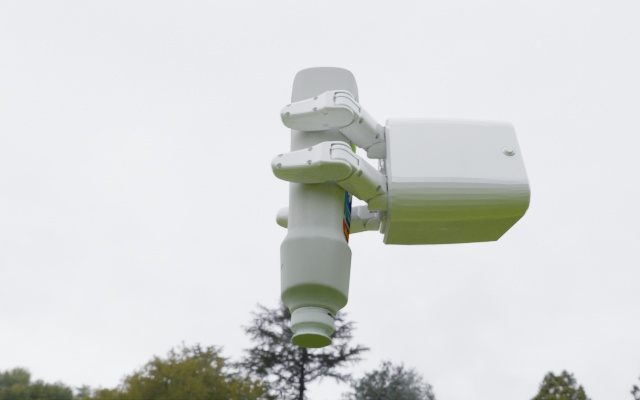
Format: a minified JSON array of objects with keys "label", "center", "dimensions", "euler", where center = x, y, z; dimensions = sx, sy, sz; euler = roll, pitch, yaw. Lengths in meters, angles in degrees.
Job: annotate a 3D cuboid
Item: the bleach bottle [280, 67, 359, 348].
[{"label":"bleach bottle","center":[0.000,0.001,0.408],"dimensions":[0.068,0.250,0.103],"euler":[0,-36,4]}]
